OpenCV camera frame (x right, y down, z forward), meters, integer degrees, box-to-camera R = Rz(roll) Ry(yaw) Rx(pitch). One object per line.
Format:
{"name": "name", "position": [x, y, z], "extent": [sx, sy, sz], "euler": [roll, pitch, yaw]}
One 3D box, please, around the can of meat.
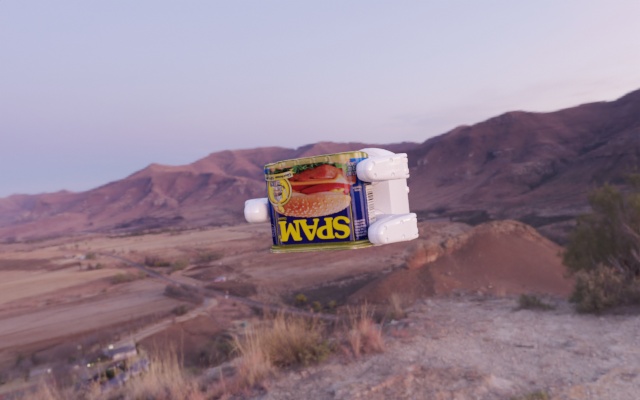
{"name": "can of meat", "position": [0.000, 0.001, 0.444], "extent": [0.102, 0.084, 0.057], "euler": [-5, 3, 23]}
